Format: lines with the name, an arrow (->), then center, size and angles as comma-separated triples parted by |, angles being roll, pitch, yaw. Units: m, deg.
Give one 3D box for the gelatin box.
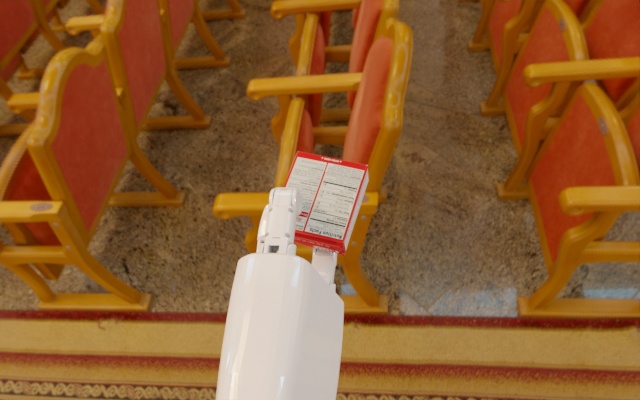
gelatin box -> 0.000, 0.001, 0.456 | 0.073, 0.089, 0.030 | 12, -26, 14
